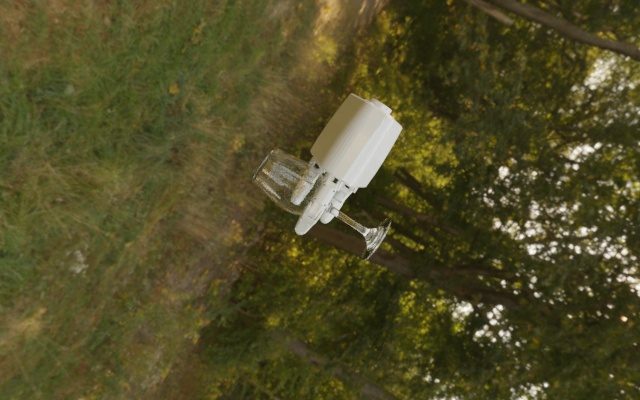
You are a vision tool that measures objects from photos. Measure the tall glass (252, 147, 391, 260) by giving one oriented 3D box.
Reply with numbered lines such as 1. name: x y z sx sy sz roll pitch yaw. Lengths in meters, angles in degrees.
1. tall glass: 0.001 0.003 0.697 0.201 0.079 0.079 33 -2 -3
